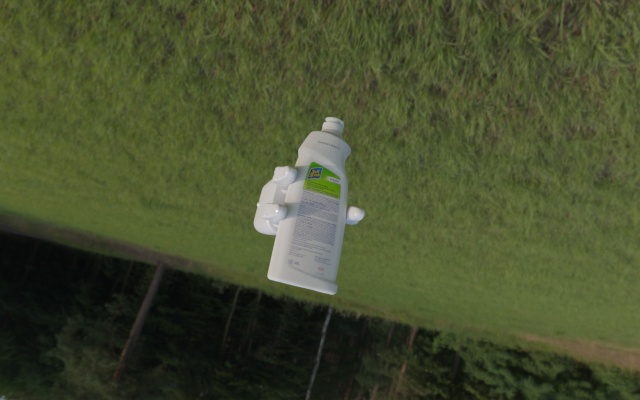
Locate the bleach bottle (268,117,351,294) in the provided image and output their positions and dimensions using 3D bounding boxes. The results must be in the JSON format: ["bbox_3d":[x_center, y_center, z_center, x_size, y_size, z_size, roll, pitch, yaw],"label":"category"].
[{"bbox_3d":[0.000,0.002,0.698,0.102,0.250,0.068,17,-11,-18],"label":"bleach bottle"}]
